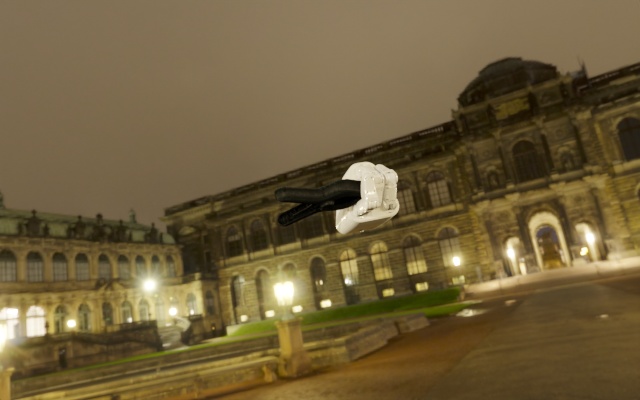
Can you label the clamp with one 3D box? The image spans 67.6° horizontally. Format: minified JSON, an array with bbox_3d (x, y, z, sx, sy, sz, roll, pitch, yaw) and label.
[{"bbox_3d":[0.000,0.002,0.818,0.171,0.039,0.120,-6,-20,-15],"label":"clamp"}]
